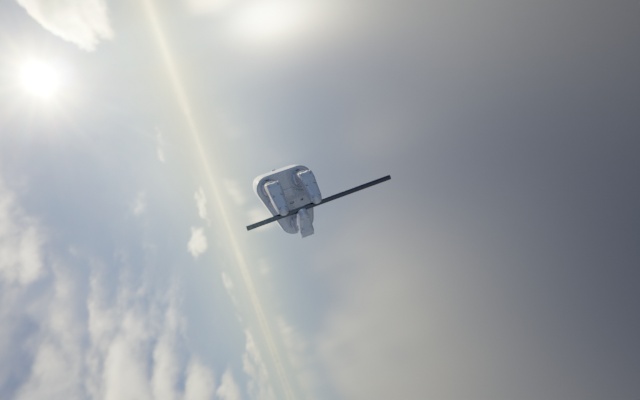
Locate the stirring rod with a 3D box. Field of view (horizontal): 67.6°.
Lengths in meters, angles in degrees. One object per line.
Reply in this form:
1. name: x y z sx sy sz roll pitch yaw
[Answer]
1. stirring rod: 0.000 0.002 0.741 0.239 0.011 0.011 -20 4 -11
